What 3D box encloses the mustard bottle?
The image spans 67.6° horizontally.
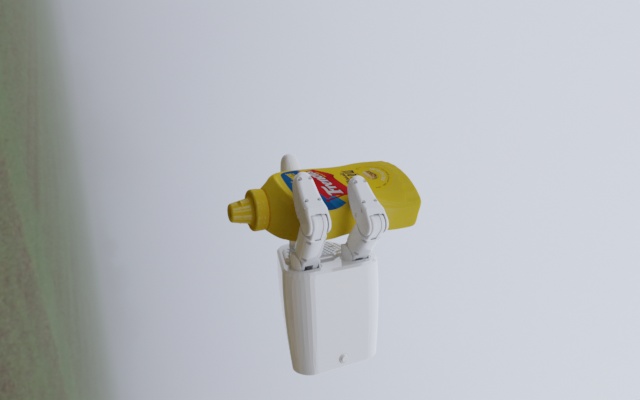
[{"bbox_3d":[0.000,0.001,0.490,0.191,0.058,0.096,-8,37,-25],"label":"mustard bottle"}]
